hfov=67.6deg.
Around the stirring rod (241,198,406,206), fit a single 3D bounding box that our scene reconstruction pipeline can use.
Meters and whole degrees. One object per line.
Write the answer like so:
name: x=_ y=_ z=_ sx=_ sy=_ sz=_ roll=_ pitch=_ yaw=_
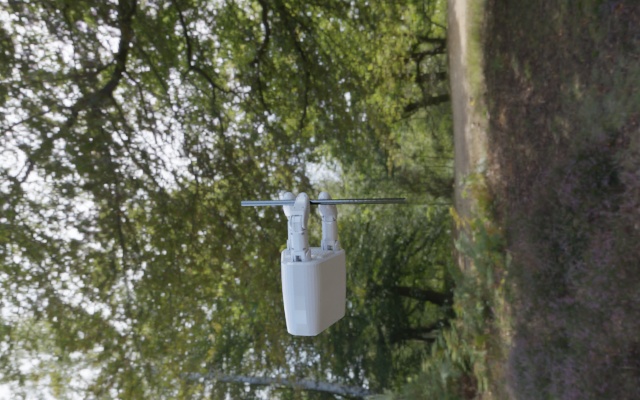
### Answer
stirring rod: x=0.000 y=0.002 z=0.686 sx=0.239 sy=0.011 sz=0.011 roll=-1 pitch=0 yaw=13
